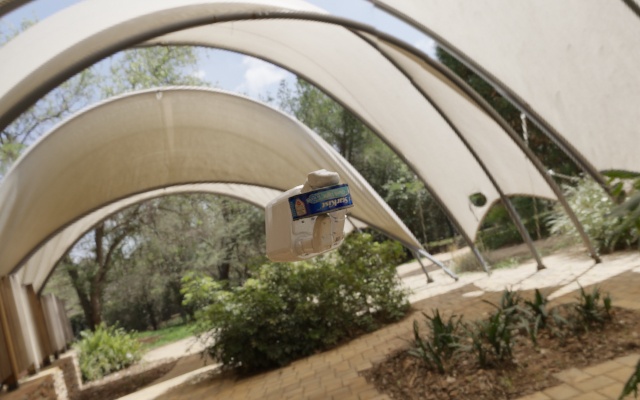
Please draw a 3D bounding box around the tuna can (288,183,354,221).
[{"bbox_3d":[0.000,0.002,0.647,0.086,0.034,0.086,-14,-1,0],"label":"tuna can"}]
